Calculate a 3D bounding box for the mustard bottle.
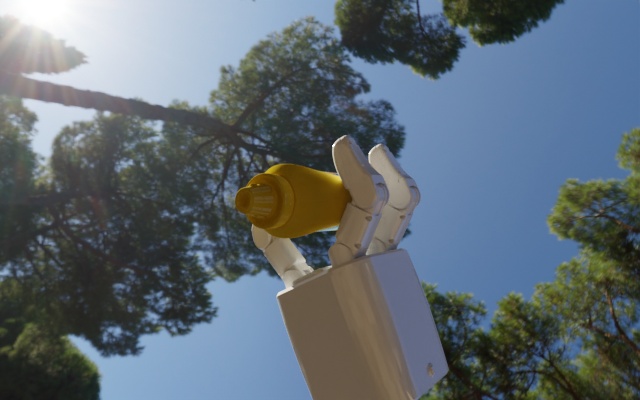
[{"bbox_3d":[0.000,0.001,0.410,0.096,0.058,0.191,1,1,34],"label":"mustard bottle"}]
